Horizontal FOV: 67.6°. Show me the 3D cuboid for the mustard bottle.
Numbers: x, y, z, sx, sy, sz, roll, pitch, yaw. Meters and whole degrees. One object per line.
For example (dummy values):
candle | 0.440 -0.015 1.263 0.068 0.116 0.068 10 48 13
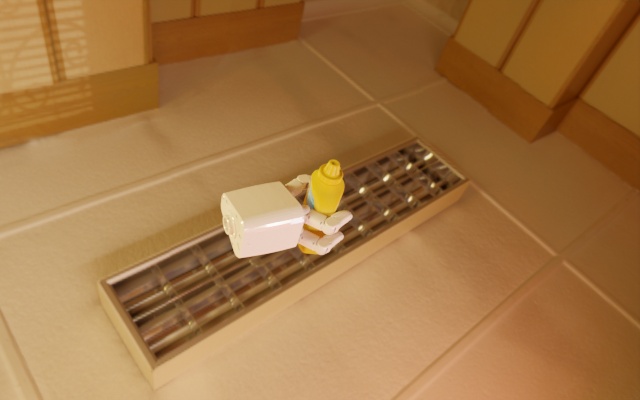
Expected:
mustard bottle | 0.000 0.003 0.842 0.058 0.096 0.192 8 -44 -11
